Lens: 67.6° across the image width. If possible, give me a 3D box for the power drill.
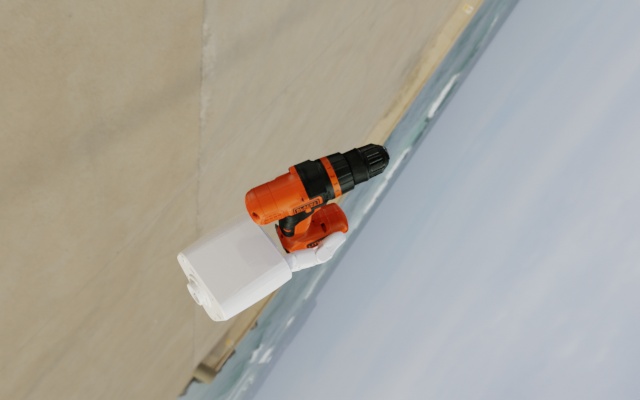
[{"bbox_3d":[0.000,0.002,0.639,0.184,0.057,0.188,-21,-23,-6],"label":"power drill"}]
